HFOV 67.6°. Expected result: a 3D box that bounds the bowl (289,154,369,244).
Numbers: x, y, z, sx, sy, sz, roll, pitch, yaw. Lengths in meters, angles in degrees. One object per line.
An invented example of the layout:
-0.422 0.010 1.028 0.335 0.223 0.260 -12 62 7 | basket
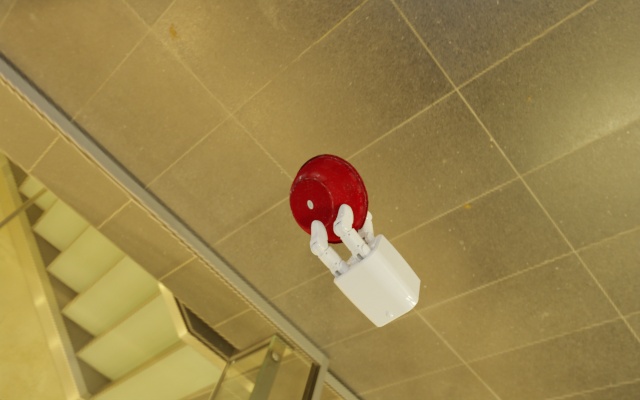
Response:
-0.001 0.002 0.824 0.162 0.162 0.055 0 10 36 | bowl
